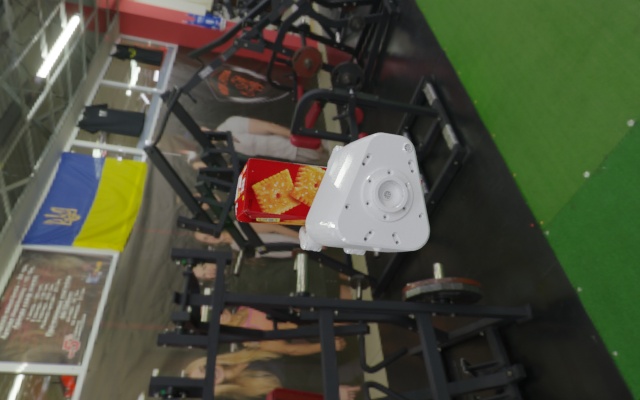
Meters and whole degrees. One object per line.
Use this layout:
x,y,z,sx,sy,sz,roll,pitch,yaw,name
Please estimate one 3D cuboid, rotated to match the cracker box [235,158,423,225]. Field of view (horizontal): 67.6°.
0.000,0.002,0.629,0.214,0.072,0.164,7,-6,-13,cracker box
